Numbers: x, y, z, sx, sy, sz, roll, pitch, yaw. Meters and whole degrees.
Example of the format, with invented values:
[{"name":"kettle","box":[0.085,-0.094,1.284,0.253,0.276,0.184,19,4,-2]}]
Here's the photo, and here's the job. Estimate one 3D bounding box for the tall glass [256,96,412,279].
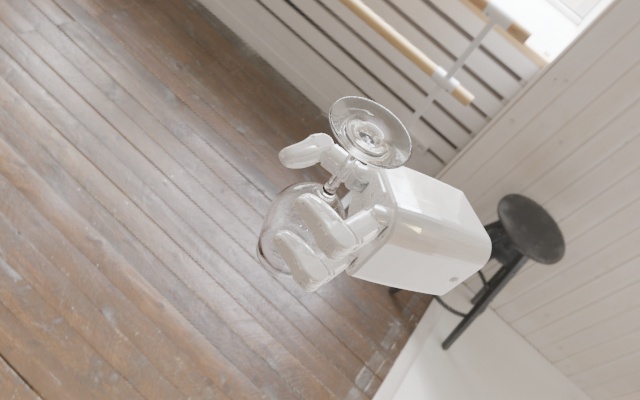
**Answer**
[{"name":"tall glass","box":[0.000,0.001,0.445,0.079,0.079,0.201,0,-34,-30]}]
